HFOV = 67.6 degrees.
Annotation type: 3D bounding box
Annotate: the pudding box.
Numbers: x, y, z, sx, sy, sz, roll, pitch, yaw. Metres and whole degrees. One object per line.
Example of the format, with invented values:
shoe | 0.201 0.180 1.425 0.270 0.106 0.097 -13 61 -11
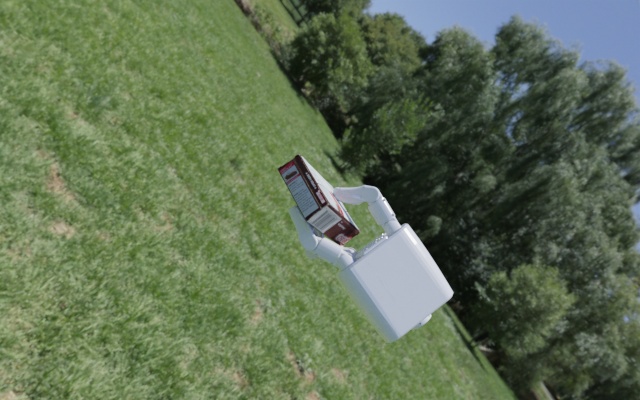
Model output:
pudding box | 0.000 0.002 0.623 0.039 0.090 0.113 -35 -32 7
